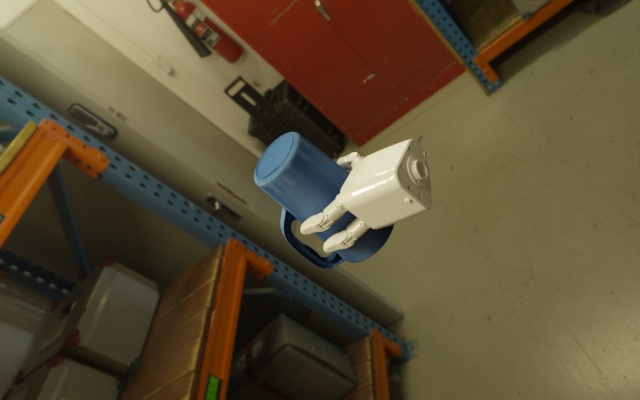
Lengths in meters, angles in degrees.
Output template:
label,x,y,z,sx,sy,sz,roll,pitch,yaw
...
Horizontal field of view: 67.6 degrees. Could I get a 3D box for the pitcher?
label,x,y,z,sx,sy,sz,roll,pitch,yaw
pitcher,0.000,0.003,0.824,0.145,0.149,0.243,-23,-50,41
